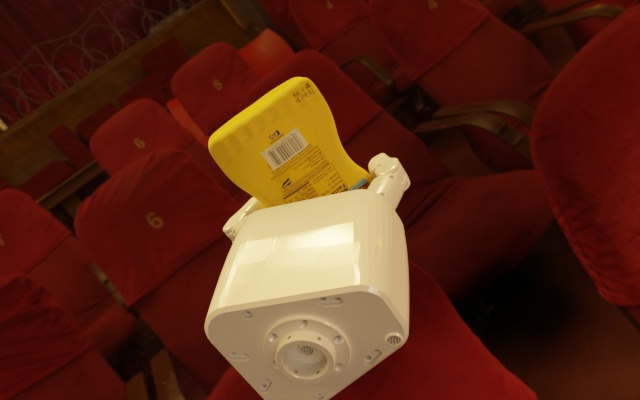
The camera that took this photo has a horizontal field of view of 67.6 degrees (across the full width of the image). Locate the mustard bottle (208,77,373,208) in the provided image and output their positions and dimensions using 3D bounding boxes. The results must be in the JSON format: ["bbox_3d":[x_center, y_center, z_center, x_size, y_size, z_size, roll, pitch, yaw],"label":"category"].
[{"bbox_3d":[0.000,0.001,0.401,0.096,0.192,0.058,-36,21,-3],"label":"mustard bottle"}]
